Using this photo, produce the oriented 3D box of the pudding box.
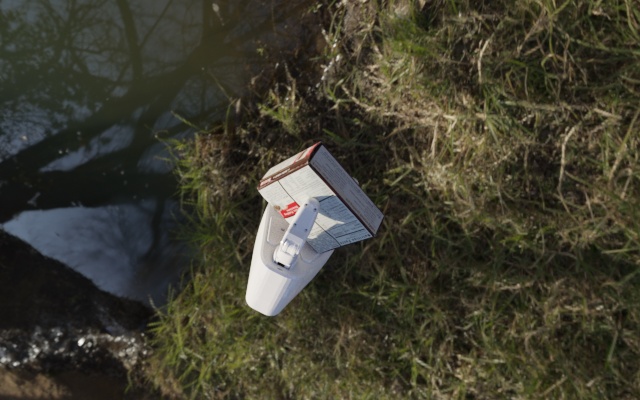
[{"bbox_3d":[0.000,0.002,0.515,0.090,0.039,0.113,-23,-61,42],"label":"pudding box"}]
